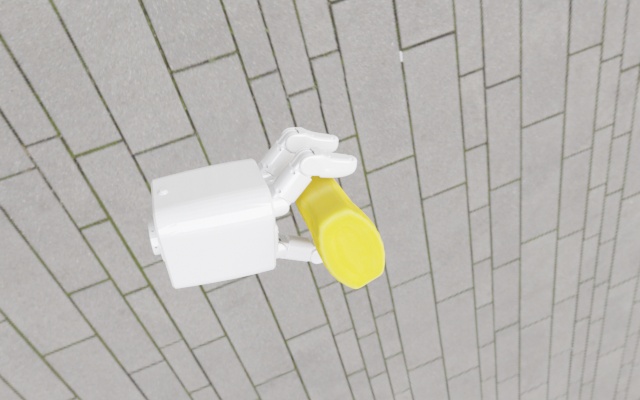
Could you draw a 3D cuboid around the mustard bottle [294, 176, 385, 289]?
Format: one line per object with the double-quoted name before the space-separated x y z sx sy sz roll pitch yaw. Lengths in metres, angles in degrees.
"mustard bottle" 0.000 0.002 0.505 0.058 0.096 0.191 -32 35 -1
